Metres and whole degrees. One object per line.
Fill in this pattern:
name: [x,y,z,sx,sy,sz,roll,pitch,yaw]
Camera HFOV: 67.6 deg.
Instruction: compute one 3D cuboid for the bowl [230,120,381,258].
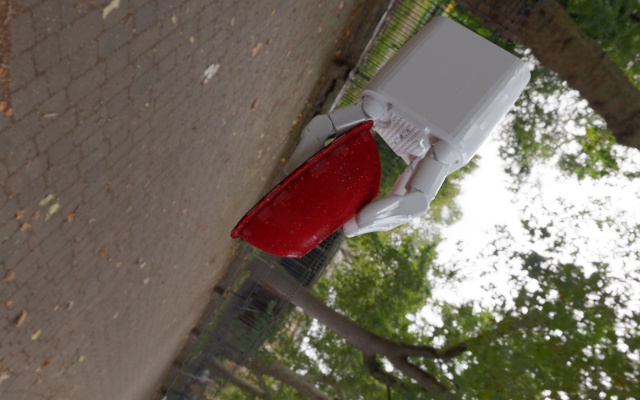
bowl: [-0.001,0.003,0.424,0.162,0.055,0.162,-39,-3,-2]
